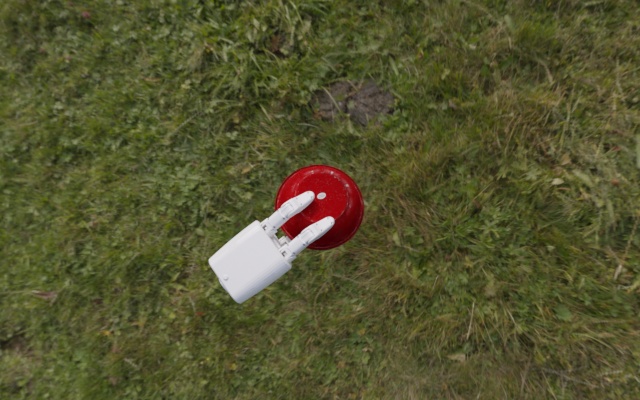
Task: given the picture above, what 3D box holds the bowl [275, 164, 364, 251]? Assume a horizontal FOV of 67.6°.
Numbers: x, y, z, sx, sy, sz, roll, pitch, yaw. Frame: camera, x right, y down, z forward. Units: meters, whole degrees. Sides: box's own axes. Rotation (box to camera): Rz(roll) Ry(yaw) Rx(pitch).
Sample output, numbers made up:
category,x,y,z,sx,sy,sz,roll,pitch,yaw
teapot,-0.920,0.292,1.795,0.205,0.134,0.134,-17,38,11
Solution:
category,x,y,z,sx,sy,sz,roll,pitch,yaw
bowl,0.001,0.002,0.835,0.162,0.162,0.055,0,-18,-4
